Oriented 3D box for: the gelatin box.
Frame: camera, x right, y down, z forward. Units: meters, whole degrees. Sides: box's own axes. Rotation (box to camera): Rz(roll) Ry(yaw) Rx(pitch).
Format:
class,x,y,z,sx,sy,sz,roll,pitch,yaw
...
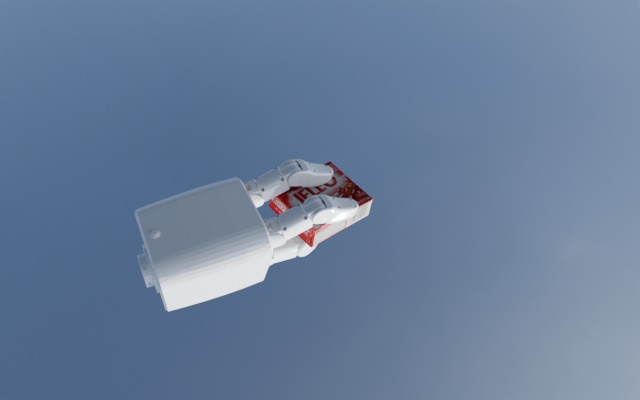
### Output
class,x,y,z,sx,sy,sz,roll,pitch,yaw
gelatin box,0.000,0.002,0.520,0.089,0.030,0.073,-27,56,-32
